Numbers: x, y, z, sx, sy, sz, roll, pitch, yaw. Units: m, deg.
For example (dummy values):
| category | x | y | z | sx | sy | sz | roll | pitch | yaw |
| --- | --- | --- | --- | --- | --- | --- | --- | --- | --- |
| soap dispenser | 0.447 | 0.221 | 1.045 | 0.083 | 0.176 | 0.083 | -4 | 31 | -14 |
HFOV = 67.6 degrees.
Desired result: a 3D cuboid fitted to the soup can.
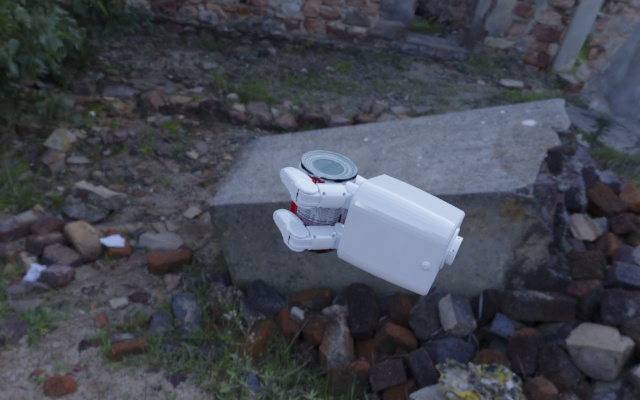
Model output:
| category | x | y | z | sx | sy | sz | roll | pitch | yaw |
| --- | --- | --- | --- | --- | --- | --- | --- | --- | --- |
| soup can | 0.000 | 0.001 | 0.556 | 0.068 | 0.102 | 0.068 | 10 | 32 | -6 |
